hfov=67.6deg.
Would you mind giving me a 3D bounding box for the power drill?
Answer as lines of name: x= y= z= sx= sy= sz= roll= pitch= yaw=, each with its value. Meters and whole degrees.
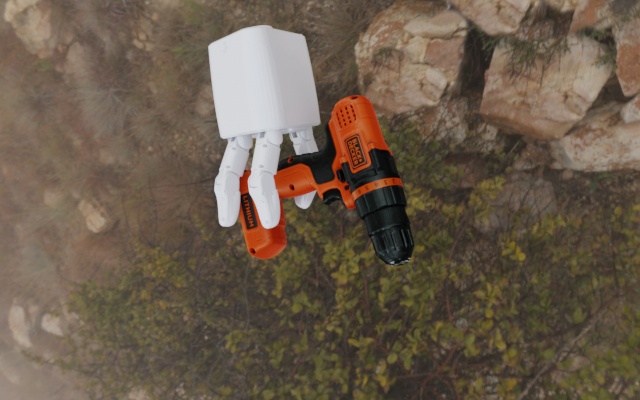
power drill: x=0.000 y=0.002 z=0.523 sx=0.188 sy=0.184 sz=0.057 roll=-23 pitch=-19 yaw=26
